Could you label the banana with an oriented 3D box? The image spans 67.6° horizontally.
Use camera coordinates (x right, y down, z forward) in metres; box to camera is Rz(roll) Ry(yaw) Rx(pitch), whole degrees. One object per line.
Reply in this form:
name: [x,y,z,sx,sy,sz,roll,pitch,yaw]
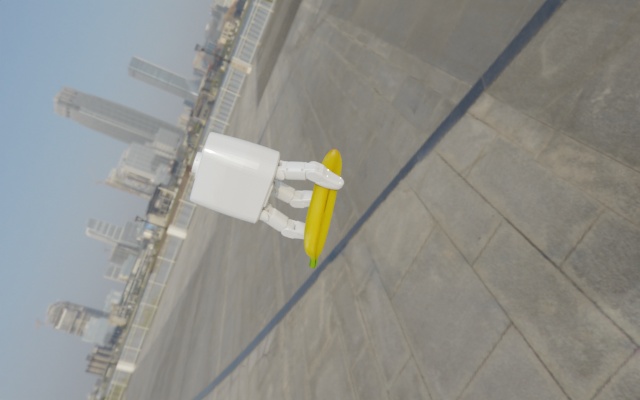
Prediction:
banana: [0.002,0.001,0.733,0.037,0.197,0.070,15,-16,-5]
